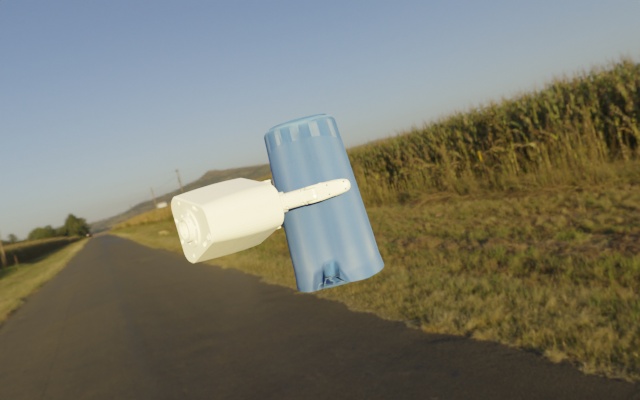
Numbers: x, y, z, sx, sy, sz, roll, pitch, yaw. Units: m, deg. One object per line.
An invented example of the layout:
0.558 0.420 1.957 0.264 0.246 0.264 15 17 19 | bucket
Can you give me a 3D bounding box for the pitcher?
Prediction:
0.000 0.002 0.713 0.145 0.243 0.149 -17 3 -35 | pitcher
